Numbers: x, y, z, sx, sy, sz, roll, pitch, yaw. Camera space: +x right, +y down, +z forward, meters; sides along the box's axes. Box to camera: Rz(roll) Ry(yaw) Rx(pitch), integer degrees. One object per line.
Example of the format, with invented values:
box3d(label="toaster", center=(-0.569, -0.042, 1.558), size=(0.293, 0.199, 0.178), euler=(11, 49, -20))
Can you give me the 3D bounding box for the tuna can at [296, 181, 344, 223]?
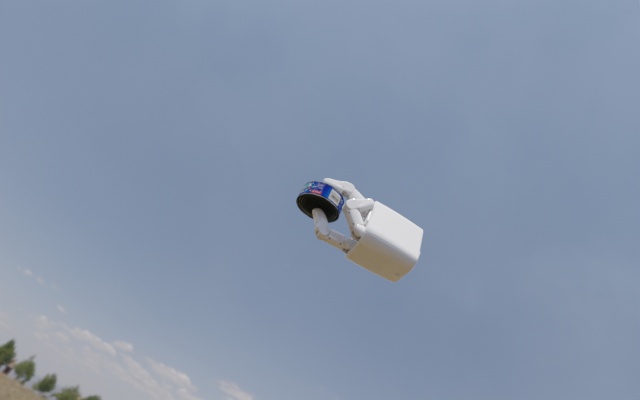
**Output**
box3d(label="tuna can", center=(0.000, 0.002, 0.892), size=(0.086, 0.033, 0.086), euler=(18, -32, 12))
